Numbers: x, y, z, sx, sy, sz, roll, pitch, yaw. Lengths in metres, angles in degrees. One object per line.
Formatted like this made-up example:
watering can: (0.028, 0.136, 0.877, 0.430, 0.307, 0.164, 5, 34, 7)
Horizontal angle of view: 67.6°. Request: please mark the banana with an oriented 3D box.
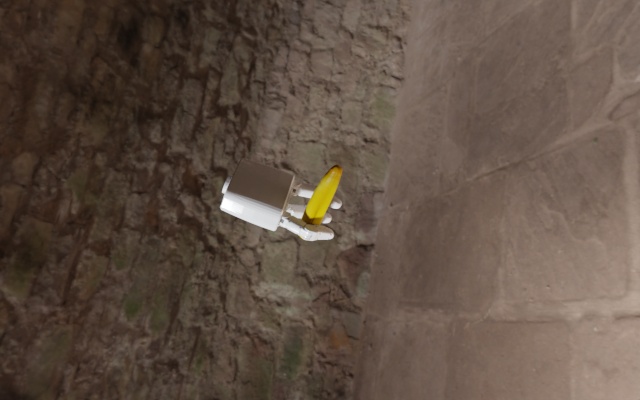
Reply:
banana: (-0.007, 0.017, 0.865, 0.037, 0.069, 0.198, 26, -41, 3)
